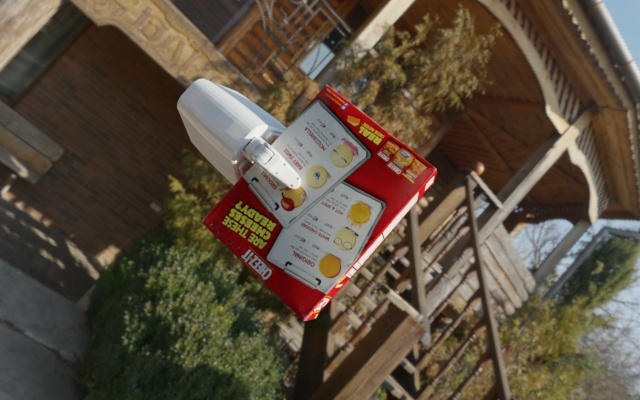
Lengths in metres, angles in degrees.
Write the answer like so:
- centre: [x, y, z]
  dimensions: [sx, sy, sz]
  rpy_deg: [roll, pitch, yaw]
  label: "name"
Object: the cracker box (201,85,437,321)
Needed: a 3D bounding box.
- centre: [0.000, 0.002, 0.548]
  dimensions: [0.164, 0.213, 0.072]
  rpy_deg: [41, -3, 16]
  label: "cracker box"
